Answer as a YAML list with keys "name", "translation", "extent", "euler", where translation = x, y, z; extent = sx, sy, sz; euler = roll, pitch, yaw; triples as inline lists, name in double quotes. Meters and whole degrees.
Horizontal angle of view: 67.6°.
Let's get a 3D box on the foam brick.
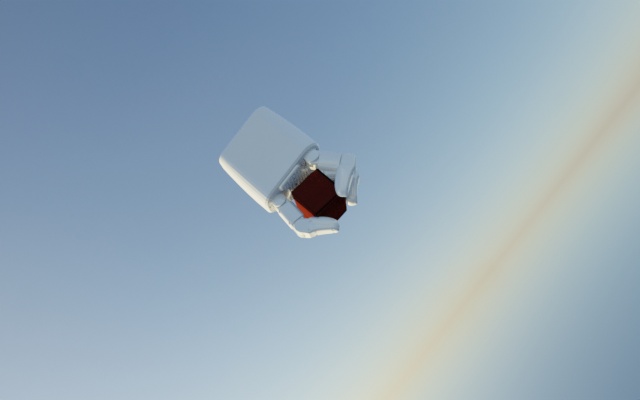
- name: "foam brick"
  translation: [0.000, 0.002, 0.677]
  extent: [0.051, 0.053, 0.078]
  euler: [41, -13, 21]
